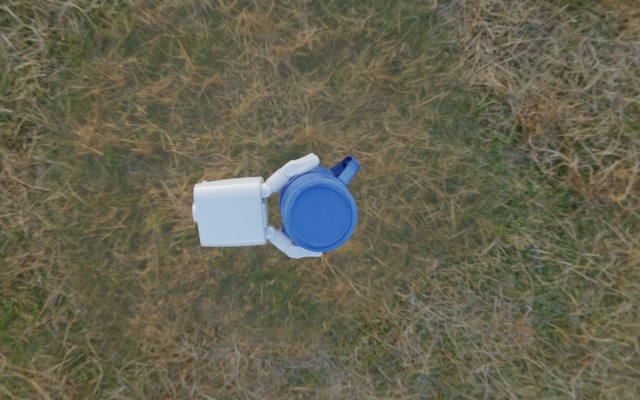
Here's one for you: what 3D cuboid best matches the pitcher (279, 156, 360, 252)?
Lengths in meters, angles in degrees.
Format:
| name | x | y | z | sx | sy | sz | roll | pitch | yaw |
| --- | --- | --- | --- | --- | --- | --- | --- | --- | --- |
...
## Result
| name | x | y | z | sx | sy | sz | roll | pitch | yaw |
| --- | --- | --- | --- | --- | --- | --- | --- | --- | --- |
| pitcher | 0.000 | 0.003 | 0.790 | 0.145 | 0.149 | 0.243 | -2 | 5 | -3 |
